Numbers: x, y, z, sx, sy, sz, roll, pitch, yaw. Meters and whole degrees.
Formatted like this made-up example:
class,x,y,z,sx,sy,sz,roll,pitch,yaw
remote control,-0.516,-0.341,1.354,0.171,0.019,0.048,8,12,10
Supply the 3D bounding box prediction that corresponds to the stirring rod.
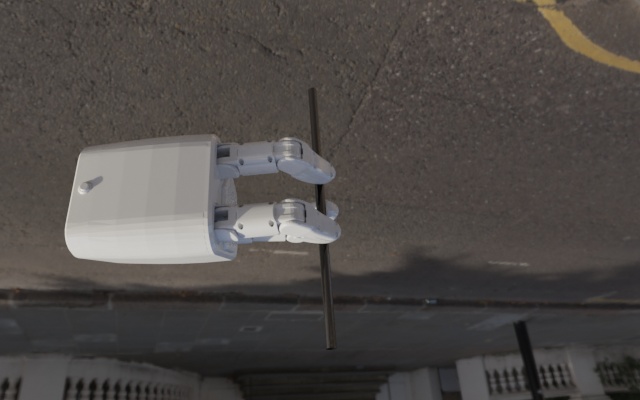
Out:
class,x,y,z,sx,sy,sz,roll,pitch,yaw
stirring rod,0.000,0.001,0.402,0.011,0.239,0.011,-3,-27,-2
